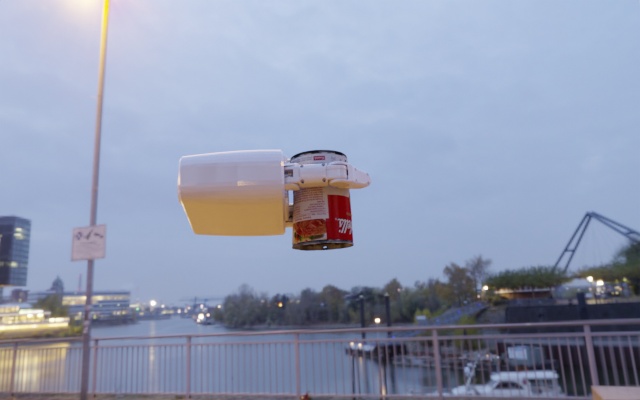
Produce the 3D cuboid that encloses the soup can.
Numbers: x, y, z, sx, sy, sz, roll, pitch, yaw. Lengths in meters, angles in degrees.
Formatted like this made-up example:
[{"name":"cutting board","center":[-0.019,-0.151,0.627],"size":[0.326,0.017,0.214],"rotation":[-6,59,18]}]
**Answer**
[{"name":"soup can","center":[0.001,0.001,0.534],"size":[0.068,0.102,0.068],"rotation":[-3,-12,-1]}]
